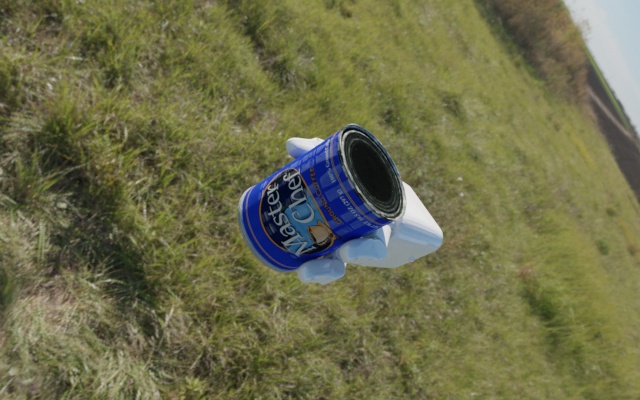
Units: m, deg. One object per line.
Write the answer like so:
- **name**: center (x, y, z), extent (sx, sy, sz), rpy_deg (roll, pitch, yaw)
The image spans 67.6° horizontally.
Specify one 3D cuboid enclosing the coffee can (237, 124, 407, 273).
- **coffee can**: center (0.000, 0.002, 0.485), extent (0.140, 0.102, 0.103), rpy_deg (-30, -17, 32)
